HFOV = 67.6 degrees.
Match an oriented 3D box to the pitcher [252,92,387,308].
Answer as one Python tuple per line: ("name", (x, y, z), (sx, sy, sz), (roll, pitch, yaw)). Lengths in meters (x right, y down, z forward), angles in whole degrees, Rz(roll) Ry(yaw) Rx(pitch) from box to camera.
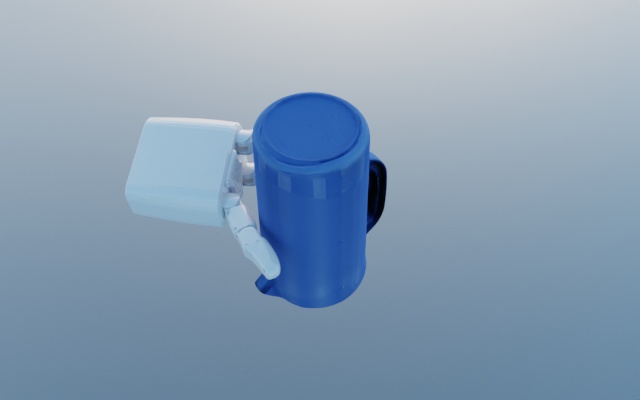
("pitcher", (0.000, 0.002, 0.526), (0.145, 0.149, 0.243), (8, -37, 6))
